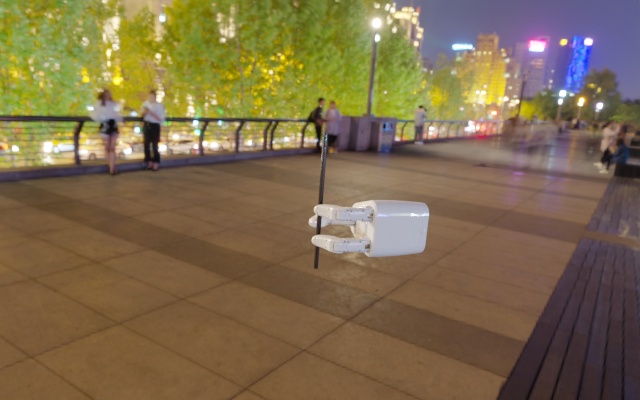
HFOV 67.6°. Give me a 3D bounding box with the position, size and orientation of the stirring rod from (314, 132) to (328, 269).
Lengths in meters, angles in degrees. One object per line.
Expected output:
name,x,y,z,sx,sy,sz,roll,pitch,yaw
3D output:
stirring rod,0.000,0.003,0.822,0.011,0.239,0.011,4,12,-1
